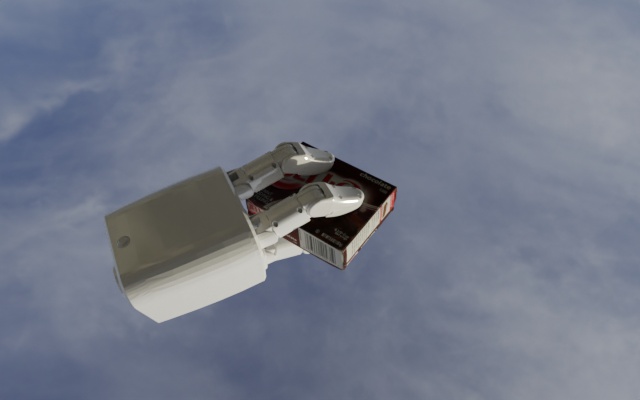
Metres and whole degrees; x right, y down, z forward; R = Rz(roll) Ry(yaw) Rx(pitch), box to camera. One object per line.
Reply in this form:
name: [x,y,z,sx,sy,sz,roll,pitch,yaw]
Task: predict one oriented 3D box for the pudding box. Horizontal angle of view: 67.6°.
pudding box: [0.000,0.002,0.445,0.113,0.039,0.090,29,57,22]
